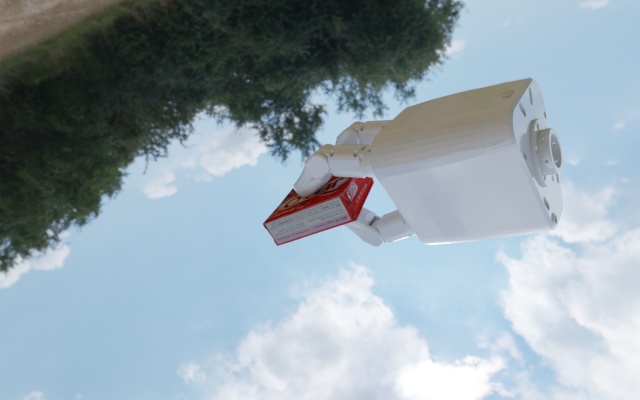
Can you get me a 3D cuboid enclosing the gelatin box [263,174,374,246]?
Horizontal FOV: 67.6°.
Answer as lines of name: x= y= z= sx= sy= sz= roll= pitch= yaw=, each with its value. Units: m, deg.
gelatin box: x=0.000 y=0.002 z=0.445 sx=0.089 sy=0.030 sz=0.073 roll=-21 pitch=19 yaw=29
